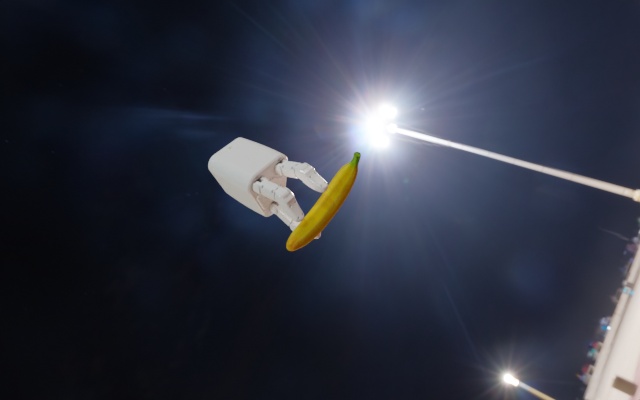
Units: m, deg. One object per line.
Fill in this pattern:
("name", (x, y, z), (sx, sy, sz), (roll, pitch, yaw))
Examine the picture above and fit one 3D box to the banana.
("banana", (0.007, 0.007, 0.801), (0.037, 0.197, 0.070), (30, -12, 25))
